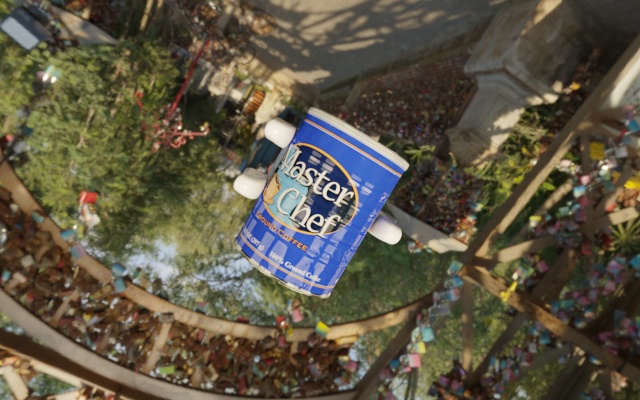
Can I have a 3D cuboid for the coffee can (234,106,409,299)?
[{"bbox_3d":[0.000,0.001,0.434,0.103,0.140,0.103,30,6,-3],"label":"coffee can"}]
